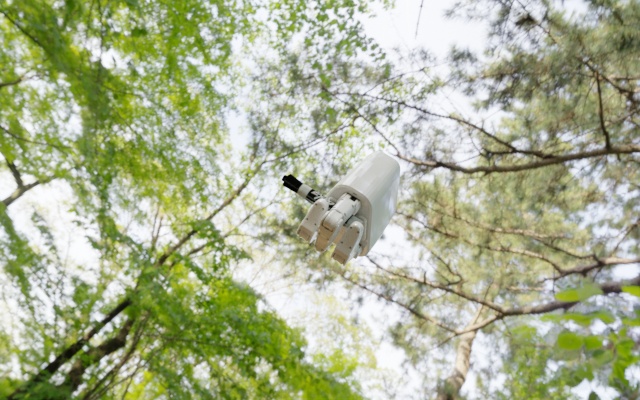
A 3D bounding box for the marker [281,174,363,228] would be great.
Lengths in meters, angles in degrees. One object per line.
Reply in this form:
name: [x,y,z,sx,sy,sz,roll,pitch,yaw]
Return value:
marker: [0.000,0.002,0.622,0.121,0.020,0.020,33,7,11]
